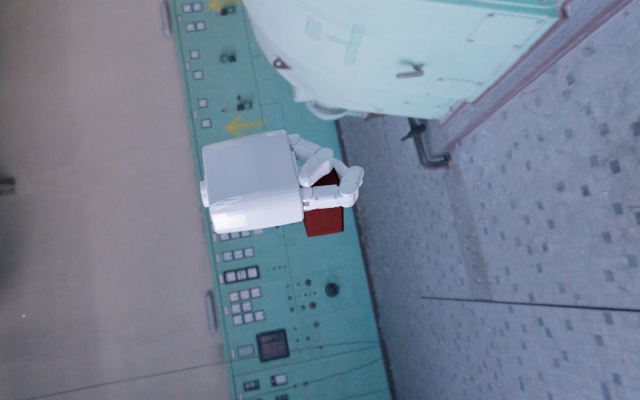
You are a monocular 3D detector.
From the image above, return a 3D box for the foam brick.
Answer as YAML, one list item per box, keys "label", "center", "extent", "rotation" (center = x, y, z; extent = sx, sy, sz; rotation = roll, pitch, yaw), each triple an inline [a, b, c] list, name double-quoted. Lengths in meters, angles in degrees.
- label: "foam brick"
  center: [0.000, 0.002, 0.629]
  extent: [0.051, 0.078, 0.053]
  rotation: [-11, 45, -8]
